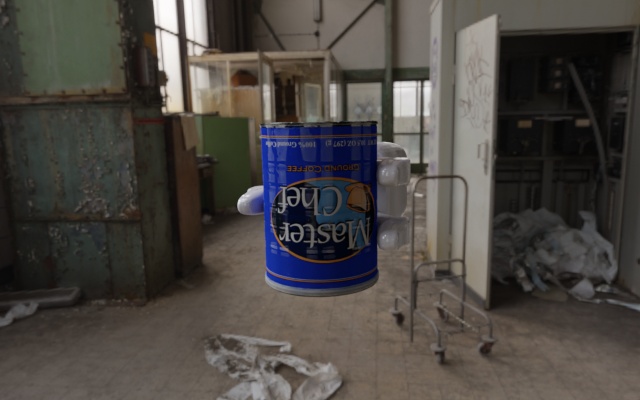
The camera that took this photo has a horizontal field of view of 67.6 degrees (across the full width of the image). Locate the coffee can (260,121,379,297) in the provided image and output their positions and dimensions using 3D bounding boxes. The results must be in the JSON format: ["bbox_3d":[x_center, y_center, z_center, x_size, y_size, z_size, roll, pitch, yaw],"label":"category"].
[{"bbox_3d":[0.000,0.002,0.423,0.103,0.140,0.103,-1,9,0],"label":"coffee can"}]
